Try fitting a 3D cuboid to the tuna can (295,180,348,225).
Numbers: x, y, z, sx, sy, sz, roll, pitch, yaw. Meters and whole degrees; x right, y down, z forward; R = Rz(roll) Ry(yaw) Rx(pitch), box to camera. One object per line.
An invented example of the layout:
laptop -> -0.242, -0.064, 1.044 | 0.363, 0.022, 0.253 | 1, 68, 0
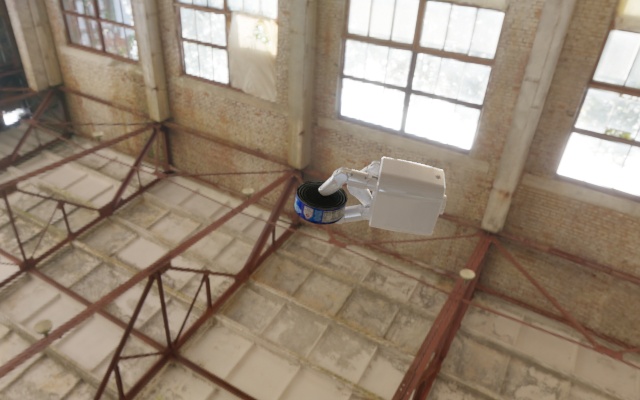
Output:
tuna can -> 0.000, 0.003, 0.792 | 0.086, 0.034, 0.086 | 7, 33, -5
